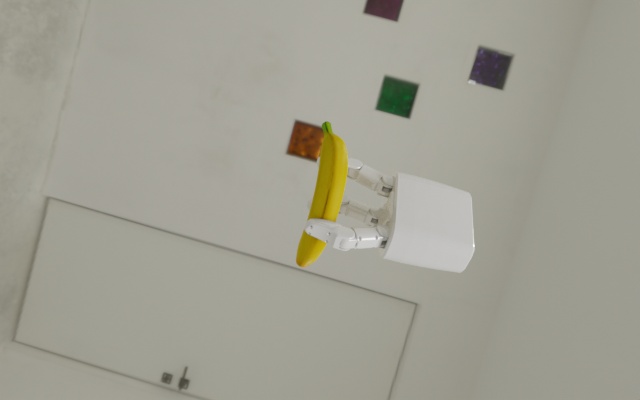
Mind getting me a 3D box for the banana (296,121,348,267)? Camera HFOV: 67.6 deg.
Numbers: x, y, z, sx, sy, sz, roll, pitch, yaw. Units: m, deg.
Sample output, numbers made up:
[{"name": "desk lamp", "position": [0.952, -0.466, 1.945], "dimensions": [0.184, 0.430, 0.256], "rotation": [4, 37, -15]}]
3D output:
[{"name": "banana", "position": [0.004, 0.003, 0.604], "dimensions": [0.037, 0.198, 0.069], "rotation": [10, 13, -11]}]
